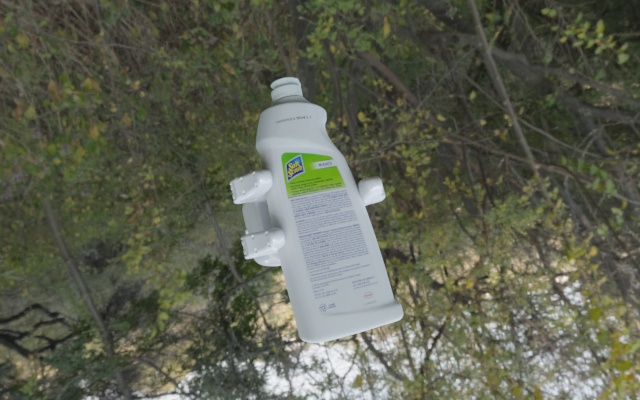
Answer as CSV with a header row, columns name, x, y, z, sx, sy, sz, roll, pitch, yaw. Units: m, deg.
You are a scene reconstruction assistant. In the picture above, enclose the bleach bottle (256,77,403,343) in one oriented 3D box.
name,x,y,z,sx,sy,sz,roll,pitch,yaw
bleach bottle,0.000,0.002,0.467,0.102,0.251,0.068,-10,-8,-20
